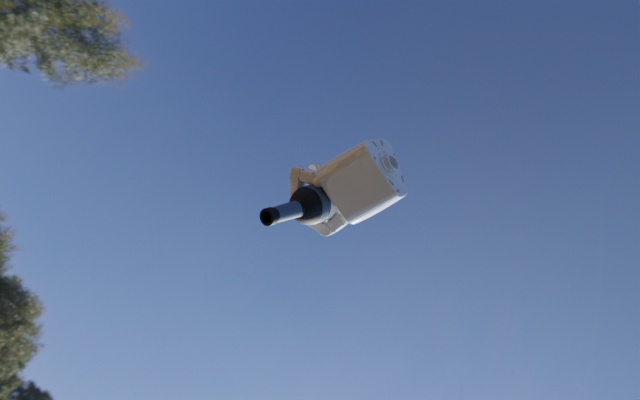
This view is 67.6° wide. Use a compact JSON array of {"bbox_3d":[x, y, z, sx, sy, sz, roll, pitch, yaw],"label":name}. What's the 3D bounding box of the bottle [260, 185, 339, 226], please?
[{"bbox_3d":[0.000,0.003,0.829,0.069,0.069,0.295,0,9,34],"label":"bottle"}]
